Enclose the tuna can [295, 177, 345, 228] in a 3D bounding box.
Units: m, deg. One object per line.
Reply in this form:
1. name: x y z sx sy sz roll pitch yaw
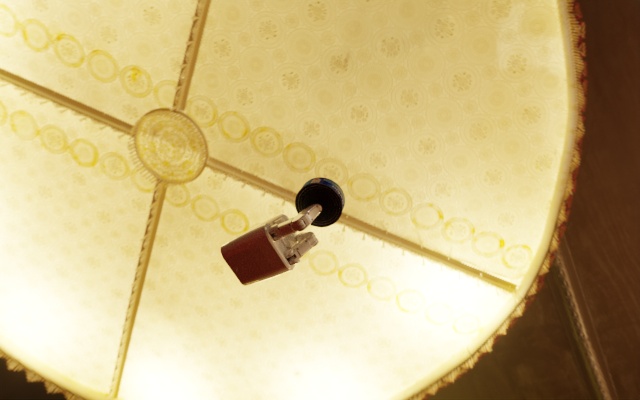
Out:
1. tuna can: 0.000 0.003 0.849 0.086 0.086 0.033 0 25 14
